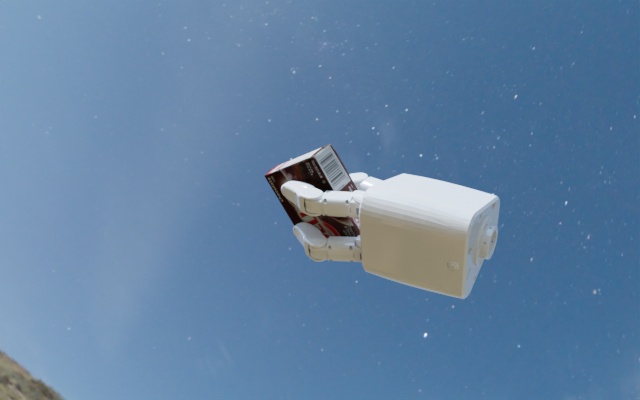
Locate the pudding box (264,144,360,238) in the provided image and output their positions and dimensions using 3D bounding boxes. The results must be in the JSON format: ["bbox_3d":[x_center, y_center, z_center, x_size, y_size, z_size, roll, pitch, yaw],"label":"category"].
[{"bbox_3d":[0.000,0.002,0.537,0.090,0.113,0.039,-16,16,46],"label":"pudding box"}]
